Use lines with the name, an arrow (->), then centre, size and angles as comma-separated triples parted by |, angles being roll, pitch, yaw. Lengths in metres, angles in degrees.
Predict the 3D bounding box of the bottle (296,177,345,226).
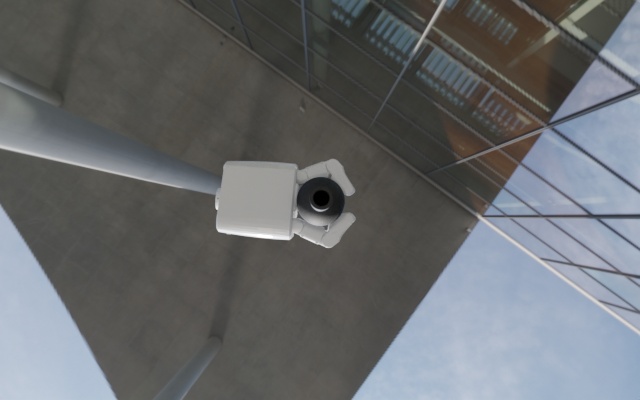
bottle -> 0.000, 0.002, 0.684 | 0.069, 0.069, 0.296 | 0, -2, 0
